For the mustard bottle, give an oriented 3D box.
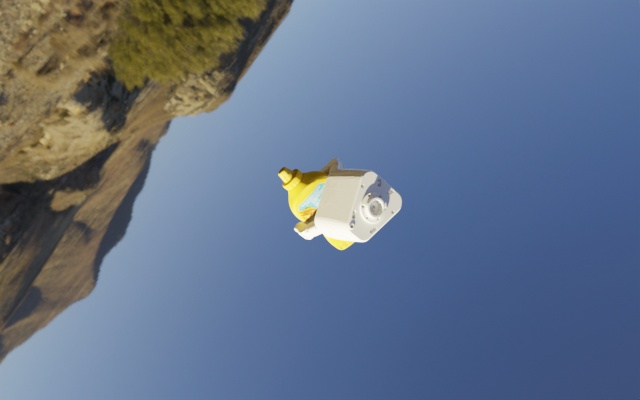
[{"bbox_3d":[0.000,0.003,0.874,0.192,0.096,0.058,39,9,-23],"label":"mustard bottle"}]
